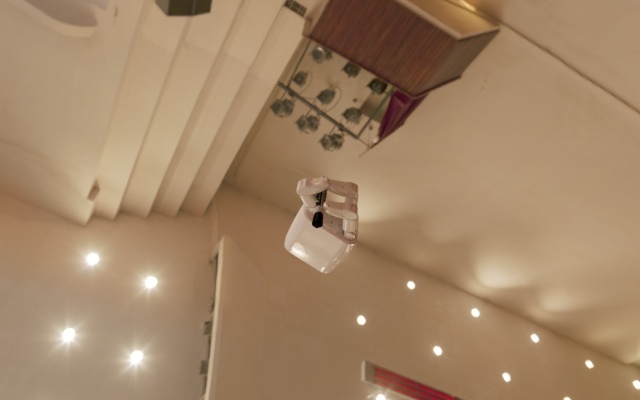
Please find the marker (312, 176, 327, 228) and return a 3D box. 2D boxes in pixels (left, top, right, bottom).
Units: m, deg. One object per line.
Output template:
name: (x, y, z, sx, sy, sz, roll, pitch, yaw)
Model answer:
marker: (0.000, 0.003, 0.827, 0.020, 0.020, 0.121, 0, 42, 7)
